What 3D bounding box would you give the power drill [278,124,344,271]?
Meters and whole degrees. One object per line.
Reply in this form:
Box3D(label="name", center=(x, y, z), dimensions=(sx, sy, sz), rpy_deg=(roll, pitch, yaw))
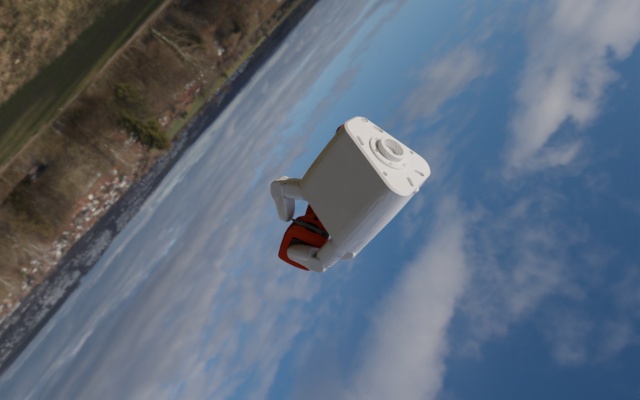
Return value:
Box3D(label="power drill", center=(0.000, 0.003, 0.685), dimensions=(0.057, 0.187, 0.184), rpy_deg=(22, -31, -1))
